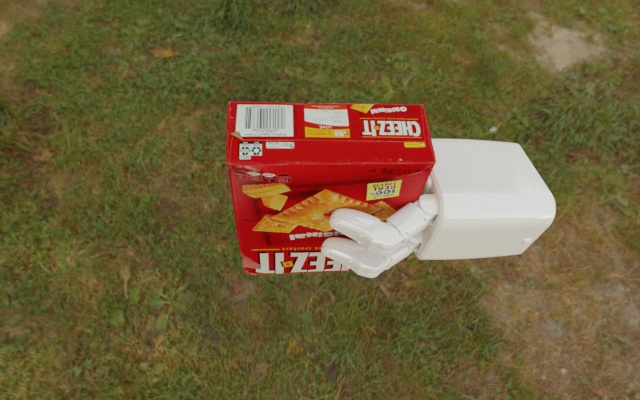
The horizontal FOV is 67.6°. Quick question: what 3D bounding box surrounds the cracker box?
[{"bbox_3d":[0.000,0.001,0.462,0.164,0.072,0.214,0,-32,-5],"label":"cracker box"}]
